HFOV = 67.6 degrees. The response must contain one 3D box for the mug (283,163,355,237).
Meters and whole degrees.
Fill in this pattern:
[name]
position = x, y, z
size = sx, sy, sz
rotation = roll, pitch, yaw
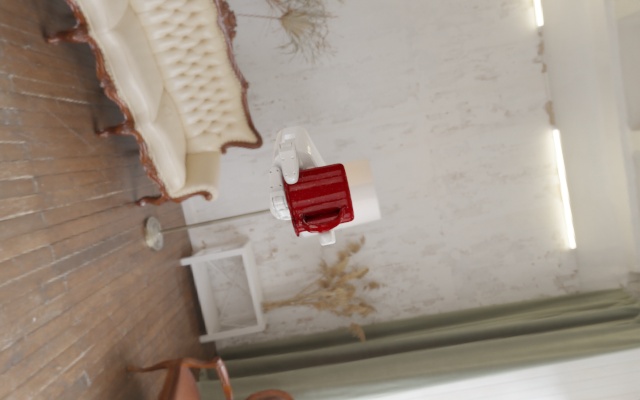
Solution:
[mug]
position = 0.000, 0.003, 0.635
size = 0.081, 0.093, 0.117
rotation = -12, 31, 2
